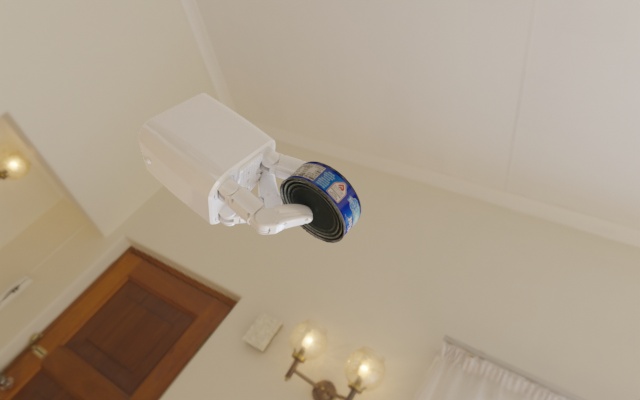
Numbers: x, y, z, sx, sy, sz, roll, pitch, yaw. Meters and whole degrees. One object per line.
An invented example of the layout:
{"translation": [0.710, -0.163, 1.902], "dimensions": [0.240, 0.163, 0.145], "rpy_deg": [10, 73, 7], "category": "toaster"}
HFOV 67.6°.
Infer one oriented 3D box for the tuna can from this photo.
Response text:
{"translation": [0.000, 0.001, 0.503], "dimensions": [0.086, 0.086, 0.033], "rpy_deg": [0, 38, 51], "category": "tuna can"}
